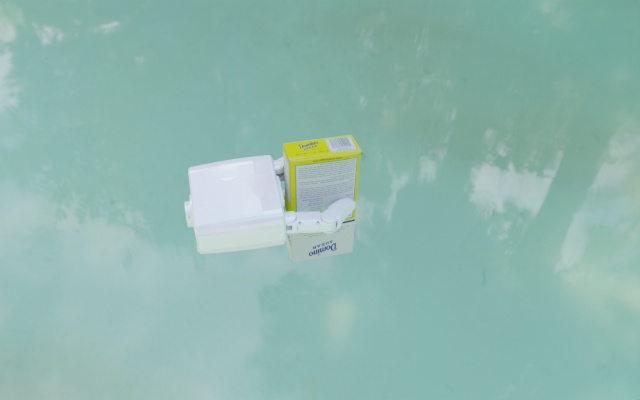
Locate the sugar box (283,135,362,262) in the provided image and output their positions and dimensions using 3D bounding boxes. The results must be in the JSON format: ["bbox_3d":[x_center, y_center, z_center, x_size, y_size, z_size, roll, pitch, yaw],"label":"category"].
[{"bbox_3d":[0.000,0.002,0.637,0.093,0.176,0.048,-8,43,-12],"label":"sugar box"}]
